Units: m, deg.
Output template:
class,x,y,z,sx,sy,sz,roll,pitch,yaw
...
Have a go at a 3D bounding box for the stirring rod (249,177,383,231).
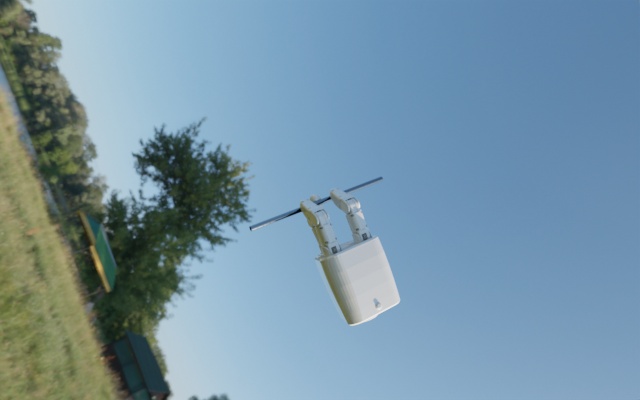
class,x,y,z,sx,sy,sz,roll,pitch,yaw
stirring rod,0.000,0.003,0.744,0.239,0.011,0.011,-21,9,-25
